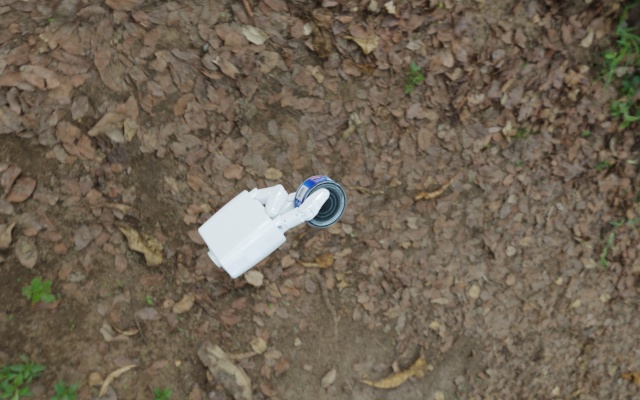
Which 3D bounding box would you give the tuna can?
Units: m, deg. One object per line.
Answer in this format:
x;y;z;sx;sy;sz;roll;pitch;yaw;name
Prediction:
0.000;0.003;0.811;0.086;0.086;0.033;0;18;-29;tuna can
